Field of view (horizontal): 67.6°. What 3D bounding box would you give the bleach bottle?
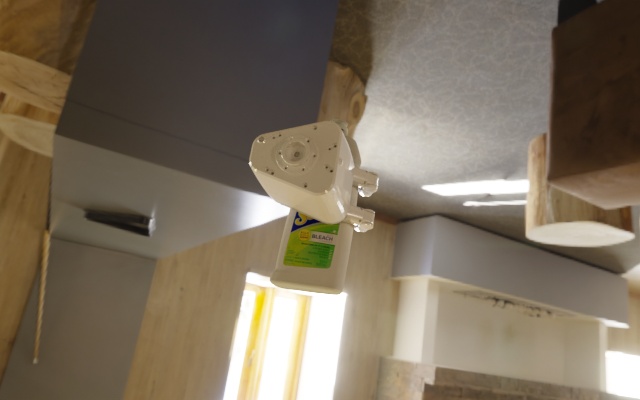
[{"bbox_3d":[0.000,0.002,0.679,0.102,0.250,0.068,5,-17,11],"label":"bleach bottle"}]
